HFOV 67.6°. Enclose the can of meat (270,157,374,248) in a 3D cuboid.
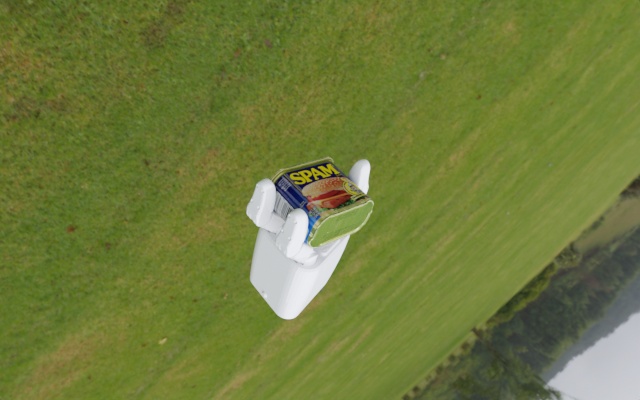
[{"bbox_3d":[0.000,0.002,0.556,0.102,0.057,0.084,-18,53,-41],"label":"can of meat"}]
